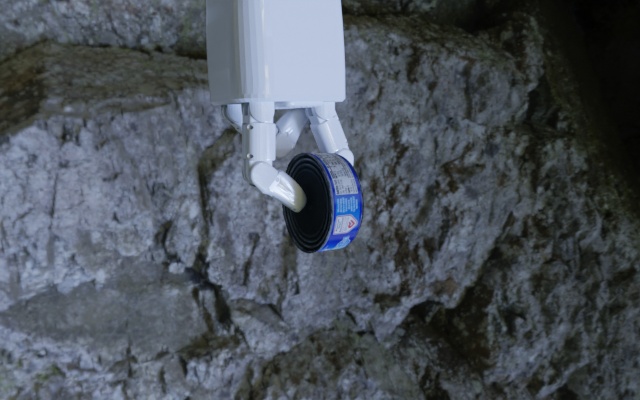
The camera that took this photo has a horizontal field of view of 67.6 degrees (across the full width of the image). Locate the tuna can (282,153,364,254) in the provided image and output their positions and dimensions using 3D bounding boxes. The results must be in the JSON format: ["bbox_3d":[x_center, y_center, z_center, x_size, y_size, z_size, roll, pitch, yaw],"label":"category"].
[{"bbox_3d":[0.001,0.001,0.414,0.034,0.086,0.086,-5,2,-31],"label":"tuna can"}]
